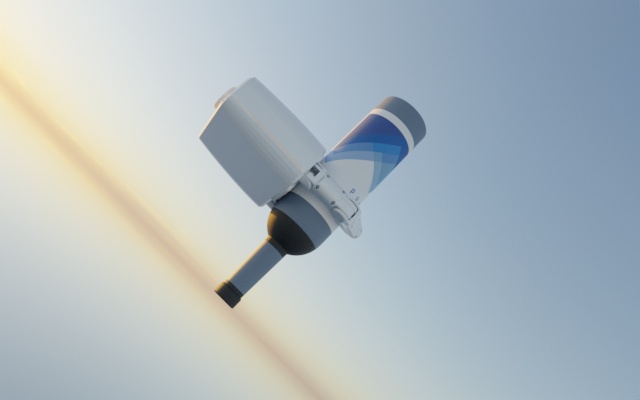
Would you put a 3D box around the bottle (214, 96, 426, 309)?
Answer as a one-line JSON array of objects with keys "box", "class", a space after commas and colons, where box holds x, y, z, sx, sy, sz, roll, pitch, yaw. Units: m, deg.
[{"box": [0.000, 0.002, 0.529, 0.295, 0.069, 0.069, -45, 16, -16], "class": "bottle"}]
